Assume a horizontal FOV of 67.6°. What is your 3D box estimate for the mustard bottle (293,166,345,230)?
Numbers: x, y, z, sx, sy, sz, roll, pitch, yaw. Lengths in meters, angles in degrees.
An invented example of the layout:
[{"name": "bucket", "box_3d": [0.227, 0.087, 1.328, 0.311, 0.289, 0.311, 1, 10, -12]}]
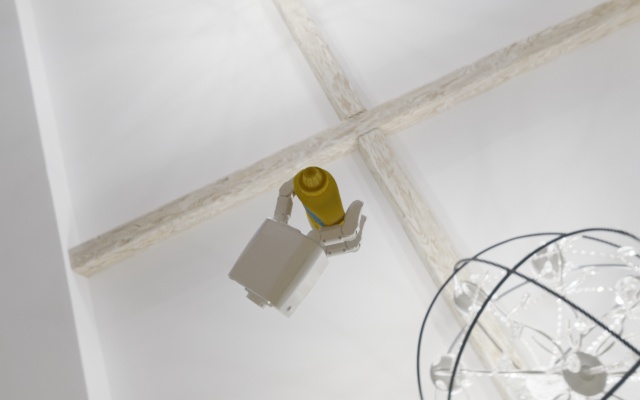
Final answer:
[{"name": "mustard bottle", "box_3d": [0.000, 0.002, 0.710, 0.058, 0.096, 0.192, -32, -25, -5]}]
